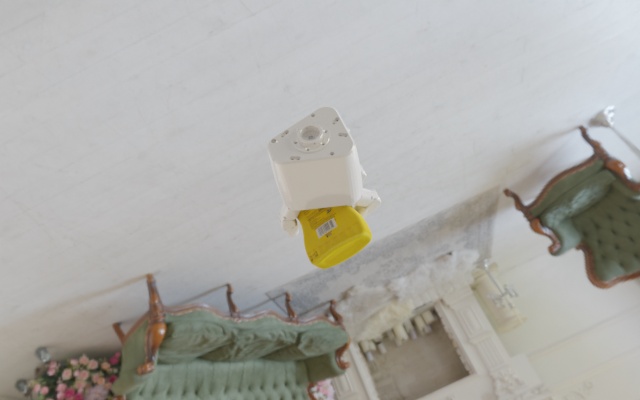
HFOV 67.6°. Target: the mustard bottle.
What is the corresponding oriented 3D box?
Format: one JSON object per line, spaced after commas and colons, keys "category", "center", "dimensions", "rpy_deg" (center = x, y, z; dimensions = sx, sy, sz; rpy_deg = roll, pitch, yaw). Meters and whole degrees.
{"category": "mustard bottle", "center": [0.000, 0.003, 0.733], "dimensions": [0.096, 0.191, 0.058], "rpy_deg": [-35, -35, 16]}
